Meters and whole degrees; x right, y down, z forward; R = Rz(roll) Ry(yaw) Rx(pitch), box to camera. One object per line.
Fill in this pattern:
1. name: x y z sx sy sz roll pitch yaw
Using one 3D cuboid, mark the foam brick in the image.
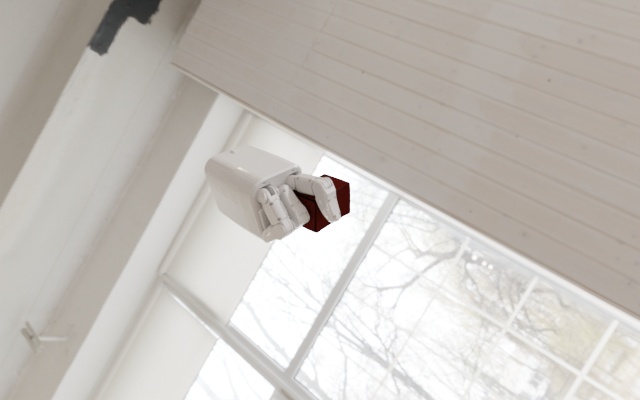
1. foam brick: 0.000 0.002 0.684 0.051 0.053 0.078 21 34 36
